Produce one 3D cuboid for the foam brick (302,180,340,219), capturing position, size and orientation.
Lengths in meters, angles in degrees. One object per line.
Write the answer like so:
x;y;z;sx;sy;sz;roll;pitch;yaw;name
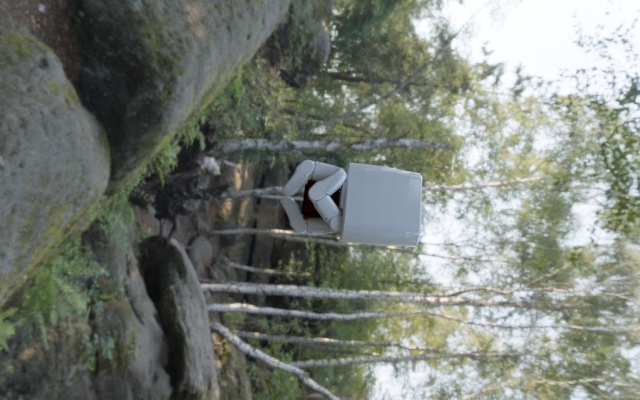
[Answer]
0.000;0.002;0.719;0.051;0.053;0.078;6;-6;-1;foam brick
